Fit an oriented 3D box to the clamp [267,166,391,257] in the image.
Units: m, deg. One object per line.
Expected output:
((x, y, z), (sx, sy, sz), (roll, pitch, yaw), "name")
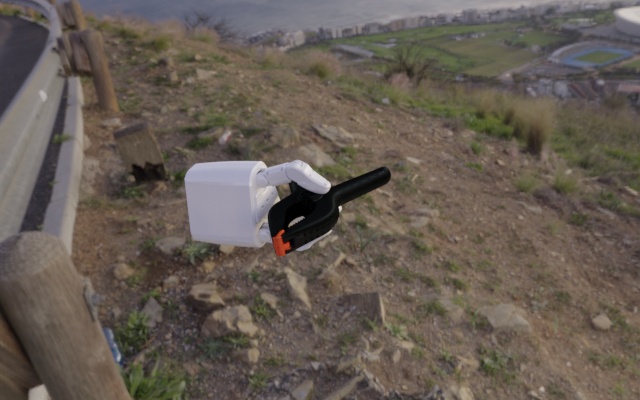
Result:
((0.000, 0.002, 0.638), (0.164, 0.036, 0.210), (0, 31, 19), "clamp")
